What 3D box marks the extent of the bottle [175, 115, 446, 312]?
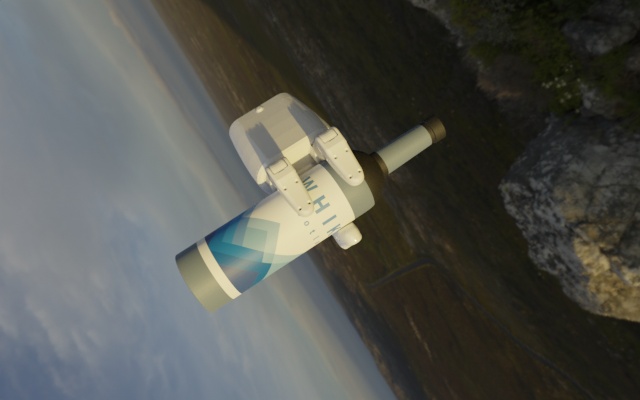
[{"bbox_3d":[0.000,0.002,0.481,0.295,0.069,0.069,-33,4,-7],"label":"bottle"}]
